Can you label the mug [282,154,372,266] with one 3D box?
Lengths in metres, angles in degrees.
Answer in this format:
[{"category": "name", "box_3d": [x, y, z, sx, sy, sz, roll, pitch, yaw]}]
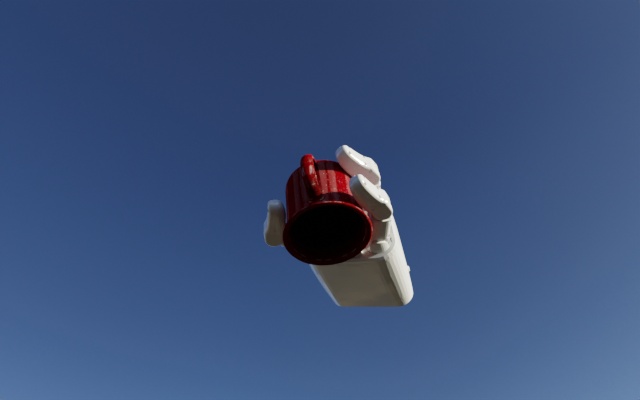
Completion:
[{"category": "mug", "box_3d": [0.000, 0.001, 0.511, 0.093, 0.117, 0.081, -17, 41, 8]}]
